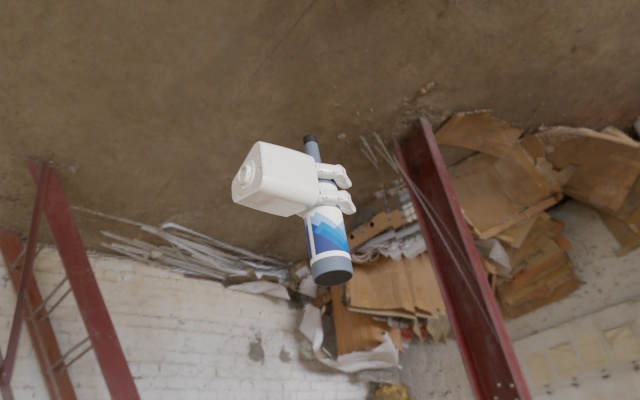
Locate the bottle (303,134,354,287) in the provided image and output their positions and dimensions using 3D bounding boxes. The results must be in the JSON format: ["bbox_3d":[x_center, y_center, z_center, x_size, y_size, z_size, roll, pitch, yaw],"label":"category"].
[{"bbox_3d":[0.000,0.003,0.847,0.069,0.295,0.069,-7,-32,-4],"label":"bottle"}]
